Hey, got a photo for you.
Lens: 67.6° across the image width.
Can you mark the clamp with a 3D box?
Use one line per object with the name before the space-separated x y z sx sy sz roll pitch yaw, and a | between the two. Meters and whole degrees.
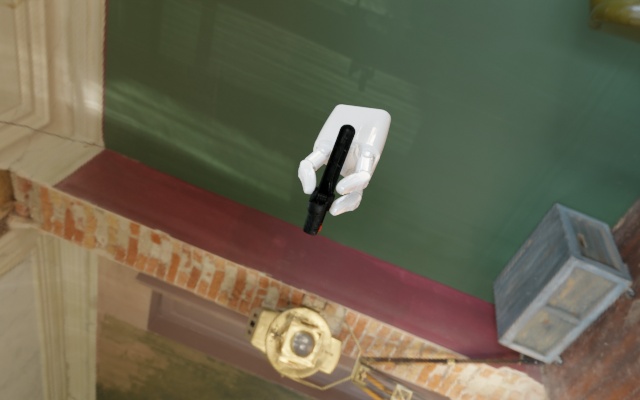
clamp | -0.001 0.002 0.750 0.036 0.164 0.210 22 -39 2
